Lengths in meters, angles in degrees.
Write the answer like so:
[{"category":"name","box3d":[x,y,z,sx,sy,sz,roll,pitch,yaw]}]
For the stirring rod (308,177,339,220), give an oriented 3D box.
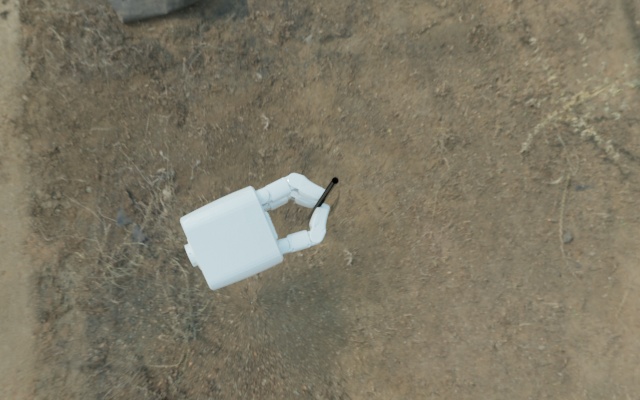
[{"category":"stirring rod","box3d":[0.000,0.002,0.663,0.011,0.011,0.239,0,-12,-8]}]
